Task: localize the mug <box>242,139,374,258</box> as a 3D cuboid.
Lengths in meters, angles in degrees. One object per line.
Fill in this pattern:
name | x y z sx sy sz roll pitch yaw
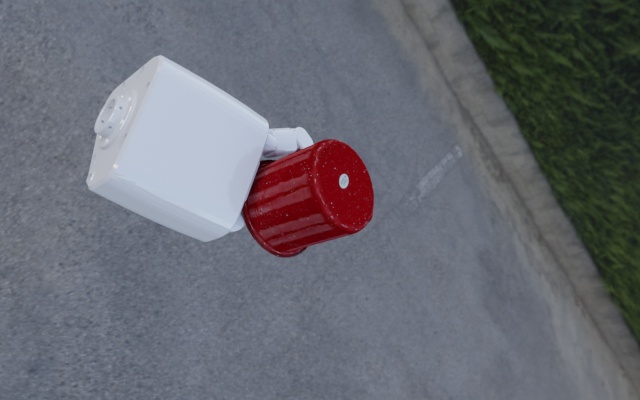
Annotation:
mug | 0.001 0.002 0.423 0.081 0.093 0.117 -19 -35 39
